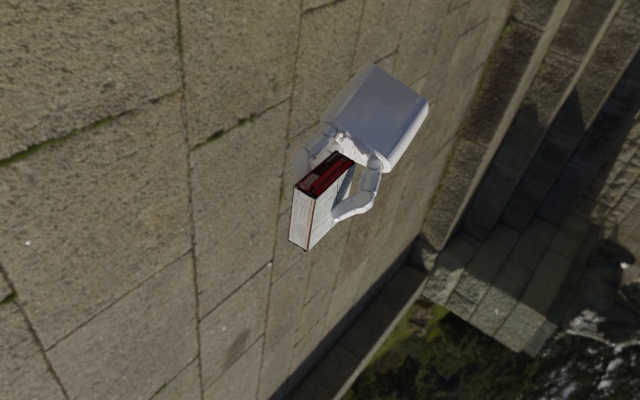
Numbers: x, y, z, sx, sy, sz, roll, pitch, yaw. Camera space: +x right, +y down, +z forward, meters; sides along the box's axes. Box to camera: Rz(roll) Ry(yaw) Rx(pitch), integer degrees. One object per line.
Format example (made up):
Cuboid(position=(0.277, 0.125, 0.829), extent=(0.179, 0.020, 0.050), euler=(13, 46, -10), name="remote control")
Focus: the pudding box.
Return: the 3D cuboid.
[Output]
Cuboid(position=(0.000, 0.002, 0.627), extent=(0.039, 0.114, 0.090), euler=(32, 51, 21), name="pudding box")
